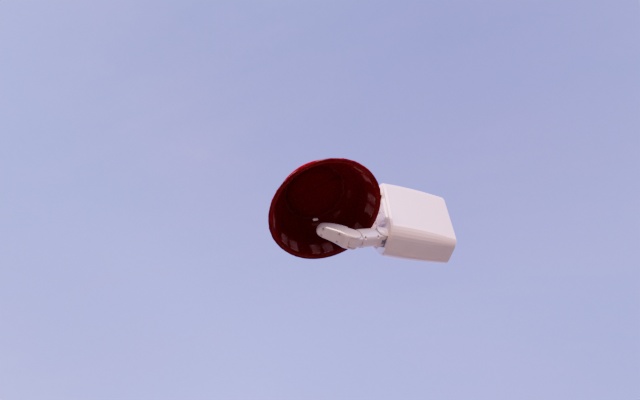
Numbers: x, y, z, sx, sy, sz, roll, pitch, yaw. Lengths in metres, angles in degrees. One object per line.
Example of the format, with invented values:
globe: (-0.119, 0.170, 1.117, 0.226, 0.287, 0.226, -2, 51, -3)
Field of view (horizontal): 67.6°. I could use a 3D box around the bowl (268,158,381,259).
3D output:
bowl: (-0.001, 0.002, 0.665, 0.162, 0.162, 0.055, 0, 31, -22)
